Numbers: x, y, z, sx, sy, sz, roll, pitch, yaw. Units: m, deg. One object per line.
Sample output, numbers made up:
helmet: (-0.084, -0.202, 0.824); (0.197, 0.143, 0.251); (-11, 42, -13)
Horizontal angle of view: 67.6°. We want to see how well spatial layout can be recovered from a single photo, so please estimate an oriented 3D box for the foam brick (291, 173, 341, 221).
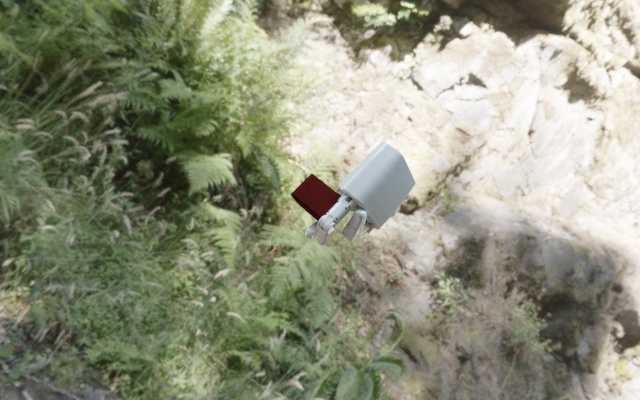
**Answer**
foam brick: (0.000, 0.002, 0.793); (0.078, 0.051, 0.053); (39, -7, 21)
